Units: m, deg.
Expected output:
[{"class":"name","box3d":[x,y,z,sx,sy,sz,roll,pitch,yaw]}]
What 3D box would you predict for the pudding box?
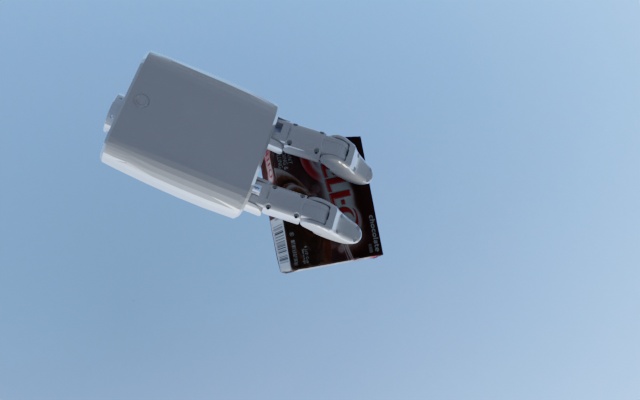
[{"class":"pudding box","box3d":[0.000,0.001,0.420,0.090,0.113,0.039,-6,-7,-26]}]
